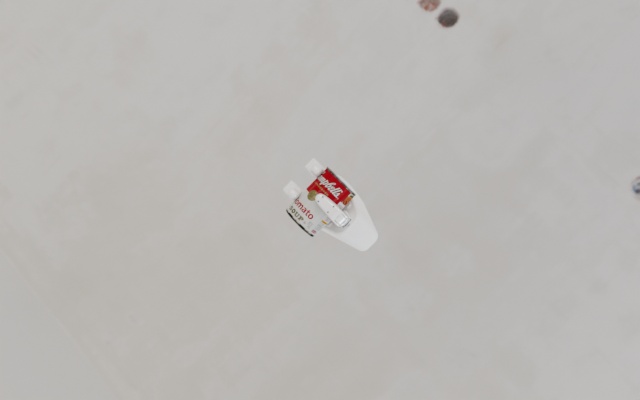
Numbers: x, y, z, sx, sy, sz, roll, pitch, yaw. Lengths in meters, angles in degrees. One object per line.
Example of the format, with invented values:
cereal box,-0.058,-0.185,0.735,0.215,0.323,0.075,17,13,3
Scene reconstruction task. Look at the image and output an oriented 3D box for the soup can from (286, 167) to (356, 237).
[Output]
soup can,0.000,0.003,0.801,0.068,0.102,0.068,45,3,-3
